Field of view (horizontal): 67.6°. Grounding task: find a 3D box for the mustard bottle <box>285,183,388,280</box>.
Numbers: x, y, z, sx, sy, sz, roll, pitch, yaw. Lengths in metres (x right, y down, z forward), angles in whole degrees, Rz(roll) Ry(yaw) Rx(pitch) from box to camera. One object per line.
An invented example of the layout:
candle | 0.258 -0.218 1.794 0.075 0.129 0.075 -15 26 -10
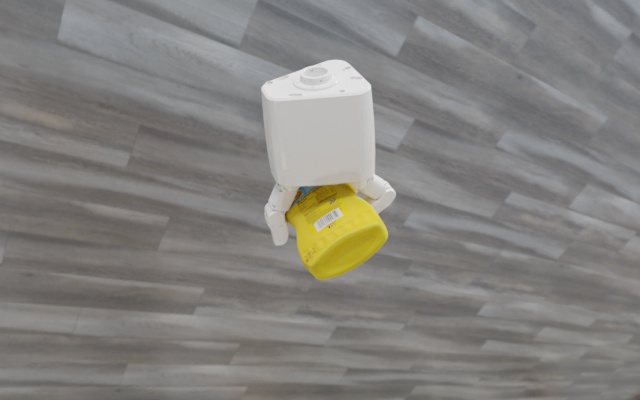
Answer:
mustard bottle | 0.000 0.002 0.579 0.096 0.058 0.191 -34 41 4
